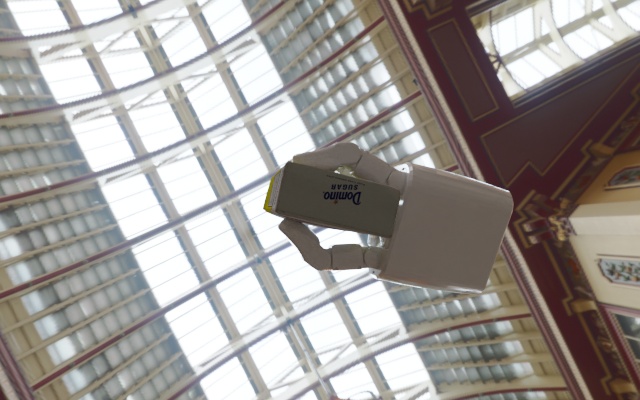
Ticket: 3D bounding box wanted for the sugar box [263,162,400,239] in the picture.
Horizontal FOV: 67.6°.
[{"bbox_3d":[0.000,0.001,0.437,0.093,0.048,0.176,13,-6,-10],"label":"sugar box"}]
